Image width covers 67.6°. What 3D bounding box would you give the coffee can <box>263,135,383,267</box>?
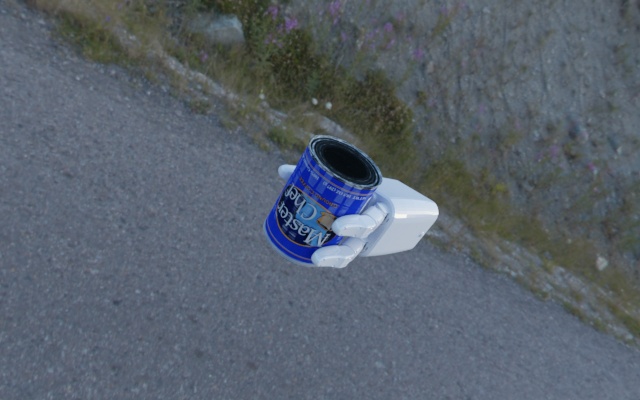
[{"bbox_3d":[0.000,0.002,0.617,0.103,0.140,0.102,23,32,-15],"label":"coffee can"}]
